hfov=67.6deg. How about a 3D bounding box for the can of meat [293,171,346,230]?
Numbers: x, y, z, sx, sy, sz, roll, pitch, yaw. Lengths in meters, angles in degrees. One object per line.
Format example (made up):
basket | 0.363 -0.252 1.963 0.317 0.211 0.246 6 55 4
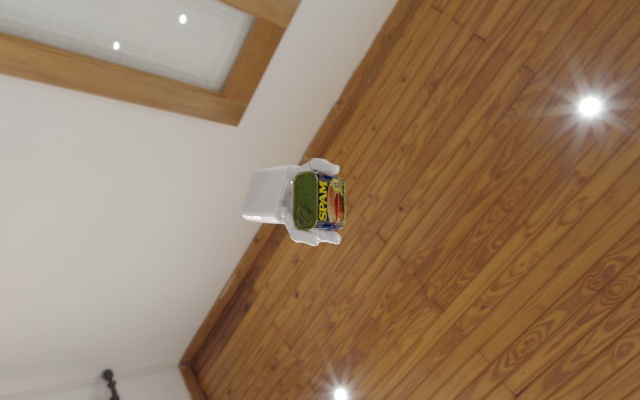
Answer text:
can of meat | 0.000 0.003 0.853 0.057 0.102 0.084 -5 -7 42
